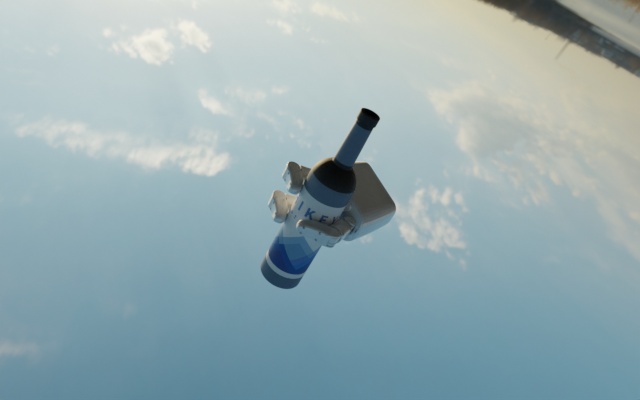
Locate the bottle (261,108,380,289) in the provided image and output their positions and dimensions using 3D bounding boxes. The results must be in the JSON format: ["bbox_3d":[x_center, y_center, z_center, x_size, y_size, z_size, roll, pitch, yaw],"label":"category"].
[{"bbox_3d":[0.000,0.002,0.669,0.069,0.296,0.069,21,31,-14],"label":"bottle"}]
